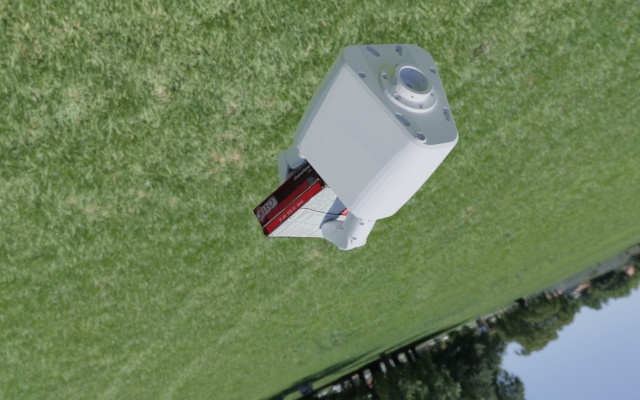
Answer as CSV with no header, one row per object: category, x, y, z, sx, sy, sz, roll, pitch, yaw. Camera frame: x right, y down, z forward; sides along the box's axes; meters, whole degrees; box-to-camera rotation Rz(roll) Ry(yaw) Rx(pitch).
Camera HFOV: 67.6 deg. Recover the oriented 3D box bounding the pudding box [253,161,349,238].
pudding box,0.000,0.002,0.498,0.090,0.039,0.113,-38,-27,27
